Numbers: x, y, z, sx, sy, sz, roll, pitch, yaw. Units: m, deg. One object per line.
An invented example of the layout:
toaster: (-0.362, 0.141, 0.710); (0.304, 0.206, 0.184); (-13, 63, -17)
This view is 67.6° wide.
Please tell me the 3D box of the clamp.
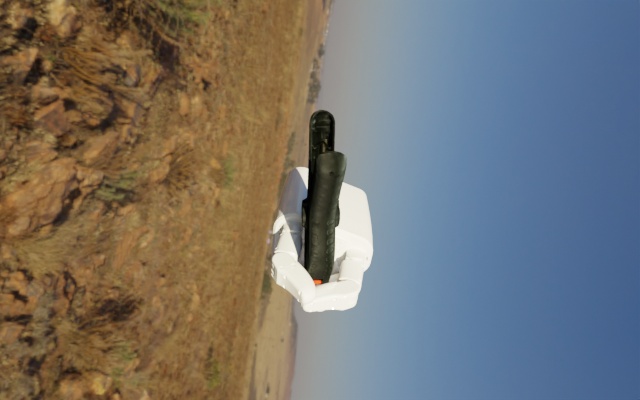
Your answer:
clamp: (0.001, 0.002, 0.455); (0.039, 0.172, 0.120); (7, 36, -2)
